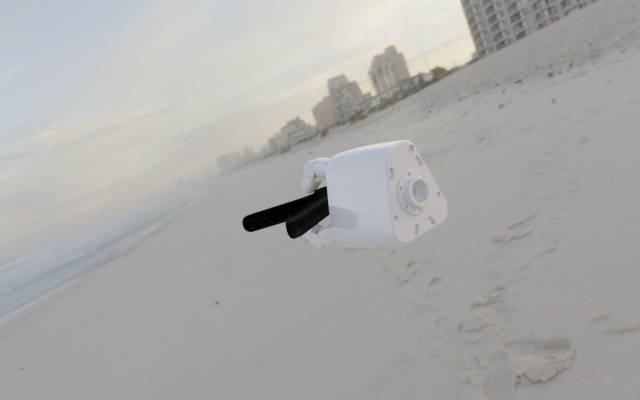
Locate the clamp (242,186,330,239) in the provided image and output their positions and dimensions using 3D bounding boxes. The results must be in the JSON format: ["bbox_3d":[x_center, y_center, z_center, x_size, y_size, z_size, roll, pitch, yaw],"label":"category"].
[{"bbox_3d":[0.000,0.001,0.659,0.210,0.036,0.164,-25,12,-33],"label":"clamp"}]
